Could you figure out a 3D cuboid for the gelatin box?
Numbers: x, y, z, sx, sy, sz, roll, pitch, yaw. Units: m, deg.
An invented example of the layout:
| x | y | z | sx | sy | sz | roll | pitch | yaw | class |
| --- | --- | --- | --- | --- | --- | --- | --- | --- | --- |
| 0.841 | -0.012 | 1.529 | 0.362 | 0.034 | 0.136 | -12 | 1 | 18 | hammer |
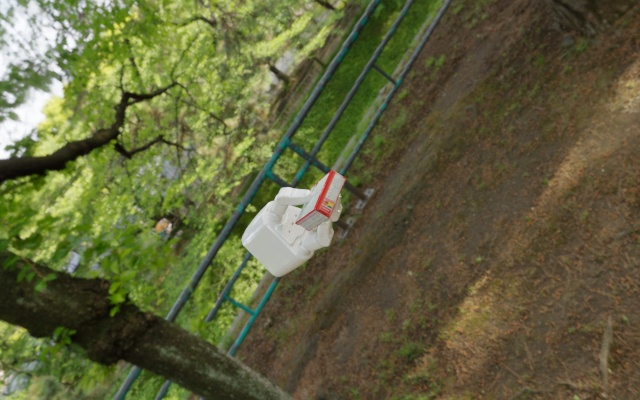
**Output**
| x | y | z | sx | sy | sz | roll | pitch | yaw | class |
| --- | --- | --- | --- | --- | --- | --- | --- | --- | --- |
| 0.000 | 0.002 | 0.748 | 0.030 | 0.073 | 0.089 | 30 | -27 | -12 | gelatin box |
